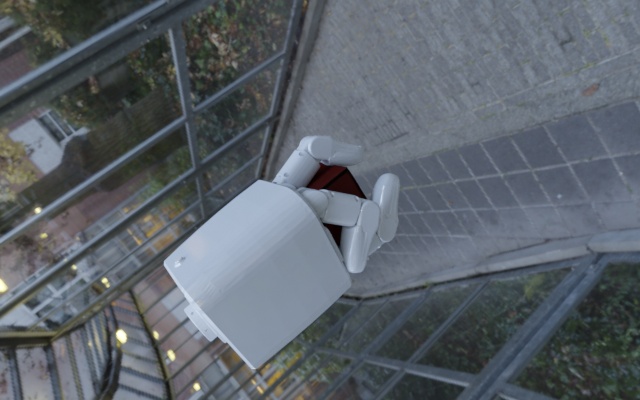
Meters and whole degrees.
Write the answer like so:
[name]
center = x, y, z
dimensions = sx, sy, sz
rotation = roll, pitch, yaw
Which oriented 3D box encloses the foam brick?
[foam brick]
center = 0.000, 0.001, 0.436
dimensions = 0.051, 0.053, 0.078
rotation = -41, 23, -16
